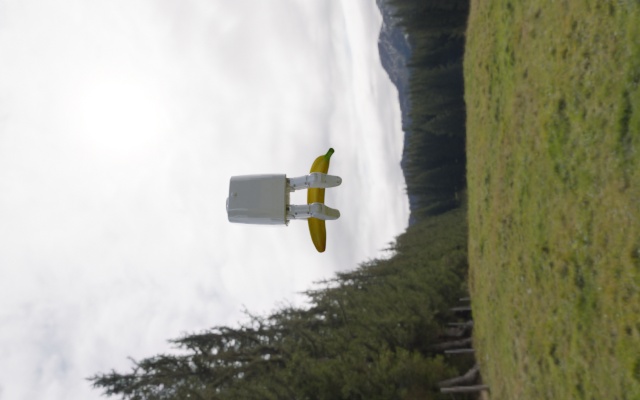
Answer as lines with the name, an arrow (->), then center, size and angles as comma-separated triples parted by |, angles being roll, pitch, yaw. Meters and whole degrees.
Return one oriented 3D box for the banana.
banana -> -0.005, 0.000, 0.915 | 0.037, 0.198, 0.069 | 4, -1, -16
